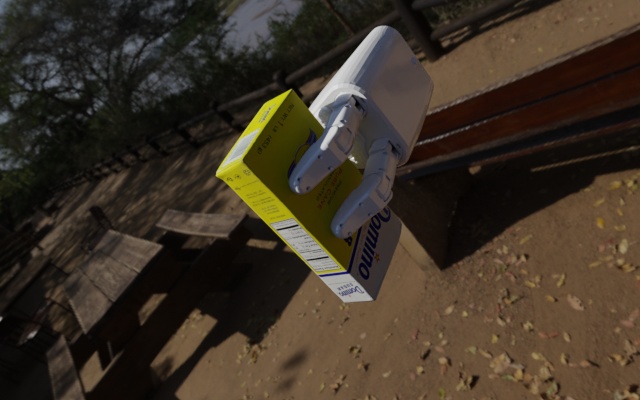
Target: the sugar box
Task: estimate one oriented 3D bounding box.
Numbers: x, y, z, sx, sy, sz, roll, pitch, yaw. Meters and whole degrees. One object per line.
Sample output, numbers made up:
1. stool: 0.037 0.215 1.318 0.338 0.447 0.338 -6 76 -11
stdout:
1. sugar box: 0.000 0.001 0.419 0.048 0.093 0.176 -18 -55 45
